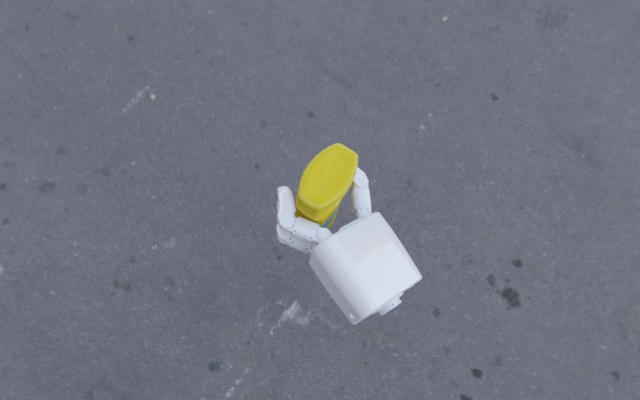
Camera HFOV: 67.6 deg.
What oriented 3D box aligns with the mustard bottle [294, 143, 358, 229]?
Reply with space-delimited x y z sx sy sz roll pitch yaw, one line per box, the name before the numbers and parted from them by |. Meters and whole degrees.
mustard bottle | 0.000 0.002 0.664 0.058 0.096 0.192 31 -21 6
